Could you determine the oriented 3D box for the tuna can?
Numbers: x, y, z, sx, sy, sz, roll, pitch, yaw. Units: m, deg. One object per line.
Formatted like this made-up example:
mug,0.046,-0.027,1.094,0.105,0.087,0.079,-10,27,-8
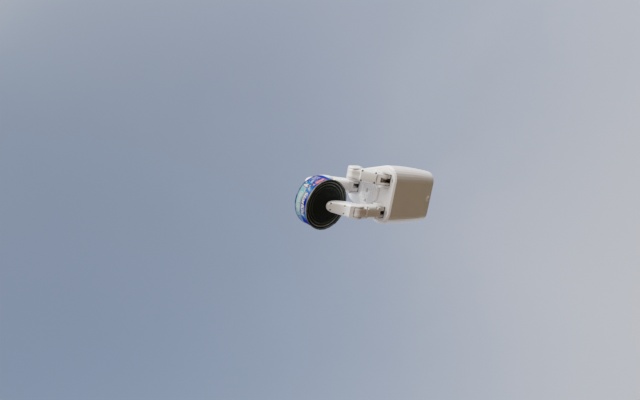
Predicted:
tuna can,0.000,0.002,0.781,0.086,0.086,0.033,0,18,-42
